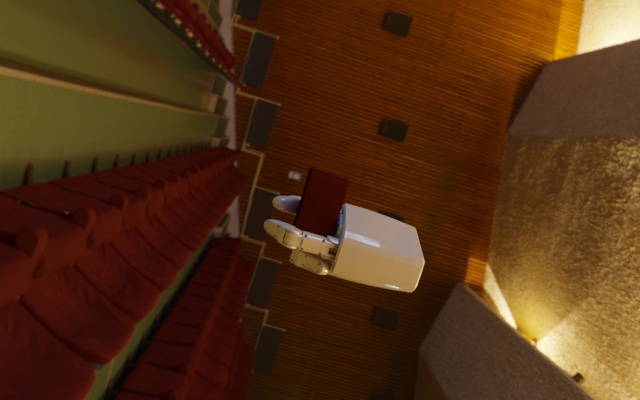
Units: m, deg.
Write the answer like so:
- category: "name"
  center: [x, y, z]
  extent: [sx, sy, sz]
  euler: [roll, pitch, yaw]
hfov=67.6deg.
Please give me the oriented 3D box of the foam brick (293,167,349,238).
- category: "foam brick"
  center: [0.000, 0.002, 0.603]
  extent: [0.051, 0.078, 0.053]
  euler: [16, 7, -2]
